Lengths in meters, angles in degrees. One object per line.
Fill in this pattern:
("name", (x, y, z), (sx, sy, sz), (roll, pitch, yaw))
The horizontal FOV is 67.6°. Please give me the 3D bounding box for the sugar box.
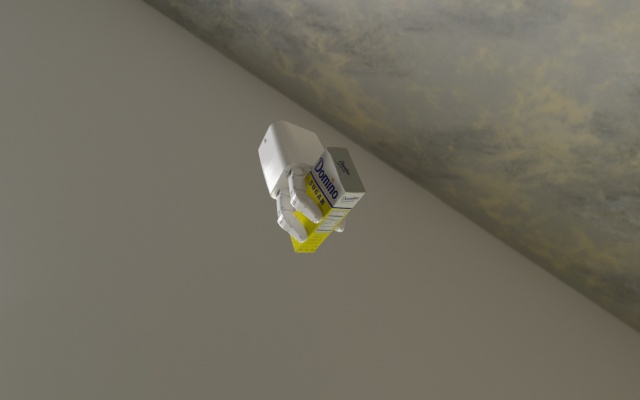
("sugar box", (0.000, 0.003, 0.789), (0.048, 0.093, 0.176), (1, -37, -31))
